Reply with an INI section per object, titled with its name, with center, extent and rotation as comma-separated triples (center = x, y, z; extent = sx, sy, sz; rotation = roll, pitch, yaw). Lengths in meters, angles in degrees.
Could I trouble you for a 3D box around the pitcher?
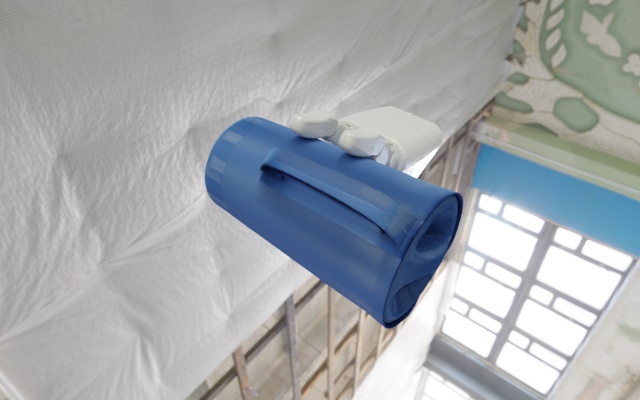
[pitcher]
center = 0.000, 0.001, 0.461
extent = 0.242, 0.149, 0.145
rotation = 28, 35, 27
